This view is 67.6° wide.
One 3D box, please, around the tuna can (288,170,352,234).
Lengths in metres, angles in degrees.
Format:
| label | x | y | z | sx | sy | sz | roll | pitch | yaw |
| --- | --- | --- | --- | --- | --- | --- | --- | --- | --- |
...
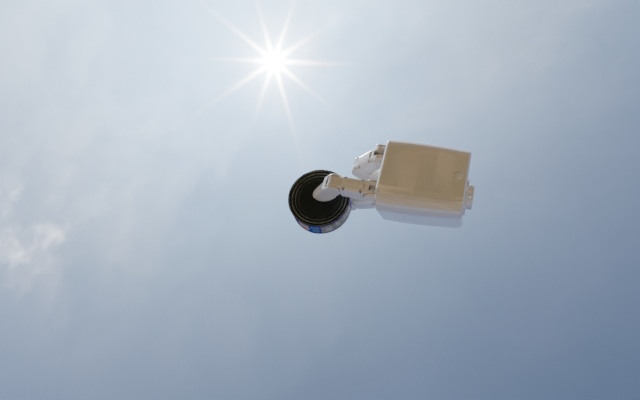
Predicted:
| label | x | y | z | sx | sy | sz | roll | pitch | yaw |
| --- | --- | --- | --- | --- | --- | --- | --- | --- | --- |
| tuna can | 0.000 | 0.002 | 0.665 | 0.086 | 0.086 | 0.034 | 0 | -25 | 10 |
